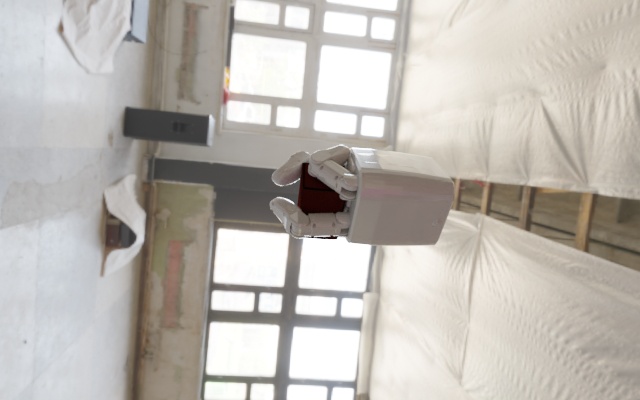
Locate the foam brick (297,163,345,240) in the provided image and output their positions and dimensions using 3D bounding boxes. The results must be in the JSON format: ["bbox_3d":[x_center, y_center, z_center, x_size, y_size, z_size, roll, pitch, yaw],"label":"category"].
[{"bbox_3d":[0.000,0.002,0.568,0.051,0.078,0.053,4,40,-6],"label":"foam brick"}]
